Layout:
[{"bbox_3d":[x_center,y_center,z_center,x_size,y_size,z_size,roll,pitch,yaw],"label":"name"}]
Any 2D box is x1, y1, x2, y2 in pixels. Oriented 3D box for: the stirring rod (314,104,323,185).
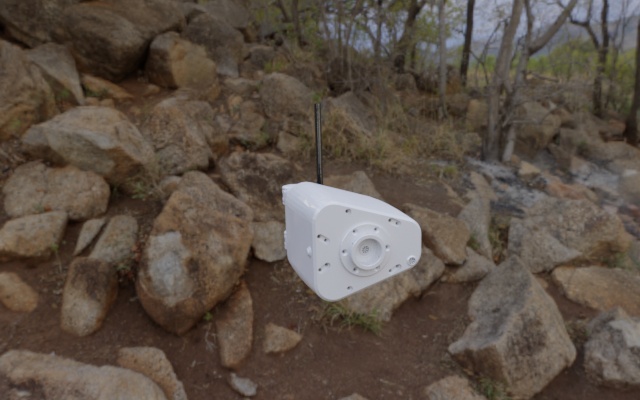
[{"bbox_3d":[0.000,0.002,0.595,0.011,0.239,0.011,-2,10,0],"label":"stirring rod"}]
